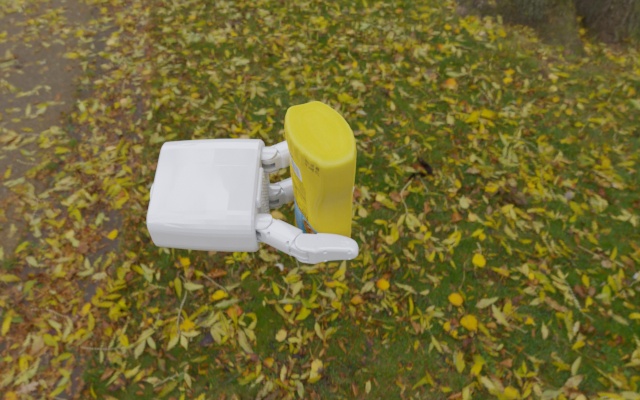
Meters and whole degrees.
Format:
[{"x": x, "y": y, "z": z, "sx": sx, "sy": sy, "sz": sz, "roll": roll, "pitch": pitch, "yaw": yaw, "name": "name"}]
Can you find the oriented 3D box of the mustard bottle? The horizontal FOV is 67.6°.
[{"x": 0.000, "y": 0.001, "z": 0.494, "sx": 0.058, "sy": 0.192, "sz": 0.096, "roll": -17, "pitch": 49, "yaw": -15, "name": "mustard bottle"}]
